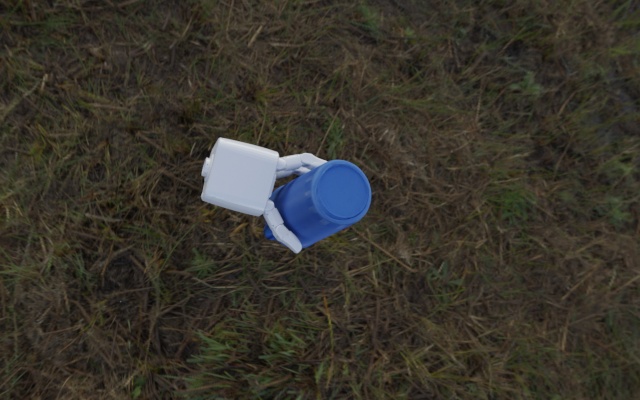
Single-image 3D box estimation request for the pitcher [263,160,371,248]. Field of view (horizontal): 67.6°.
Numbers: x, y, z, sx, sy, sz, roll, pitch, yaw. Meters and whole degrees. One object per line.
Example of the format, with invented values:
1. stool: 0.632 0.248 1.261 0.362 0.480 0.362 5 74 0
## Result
1. pitcher: 0.000 0.003 0.867 0.145 0.149 0.243 17 -17 -18
